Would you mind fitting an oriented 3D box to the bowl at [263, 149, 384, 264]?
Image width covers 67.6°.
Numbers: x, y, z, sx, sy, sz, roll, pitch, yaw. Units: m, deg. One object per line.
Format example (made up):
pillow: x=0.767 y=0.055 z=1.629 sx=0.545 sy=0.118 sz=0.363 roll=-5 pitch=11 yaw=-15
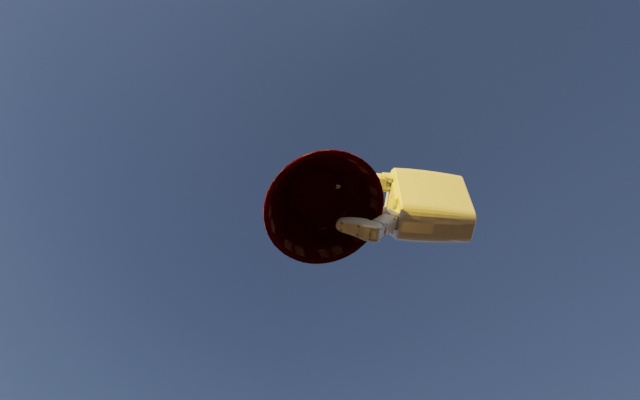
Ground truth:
bowl: x=-0.001 y=0.002 z=0.638 sx=0.162 sy=0.162 sz=0.055 roll=0 pitch=24 yaw=-16
